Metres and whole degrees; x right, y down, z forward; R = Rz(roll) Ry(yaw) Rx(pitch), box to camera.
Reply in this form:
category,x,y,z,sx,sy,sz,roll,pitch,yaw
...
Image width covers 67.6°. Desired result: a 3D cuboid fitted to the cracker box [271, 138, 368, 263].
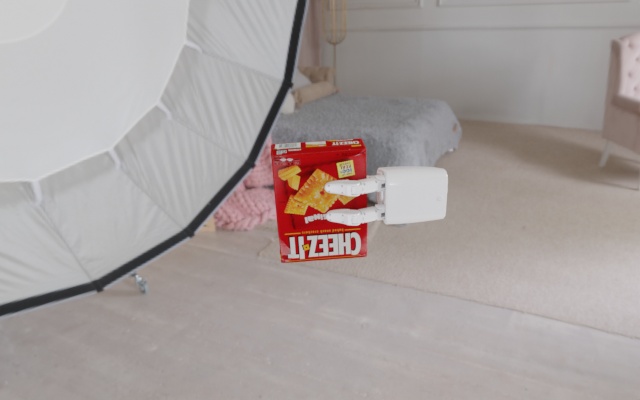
category,x,y,z,sx,sy,sz,roll,pitch,yaw
cracker box,0.000,0.003,0.862,0.164,0.214,0.072,-4,24,-2
